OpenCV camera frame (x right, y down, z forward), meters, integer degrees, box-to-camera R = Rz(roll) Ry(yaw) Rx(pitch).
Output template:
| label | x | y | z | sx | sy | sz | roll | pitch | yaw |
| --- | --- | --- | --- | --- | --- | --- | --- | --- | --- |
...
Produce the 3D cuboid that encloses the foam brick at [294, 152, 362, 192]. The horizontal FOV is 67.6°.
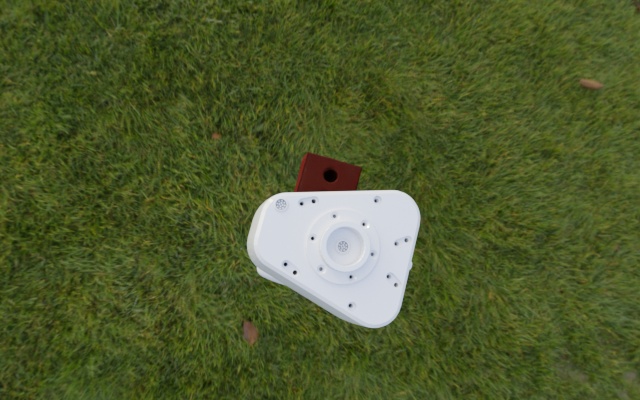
| label | x | y | z | sx | sy | sz | roll | pitch | yaw |
| --- | --- | --- | --- | --- | --- | --- | --- | --- | --- |
| foam brick | 0.000 | 0.001 | 0.443 | 0.053 | 0.078 | 0.051 | 15 | -8 | -6 |
